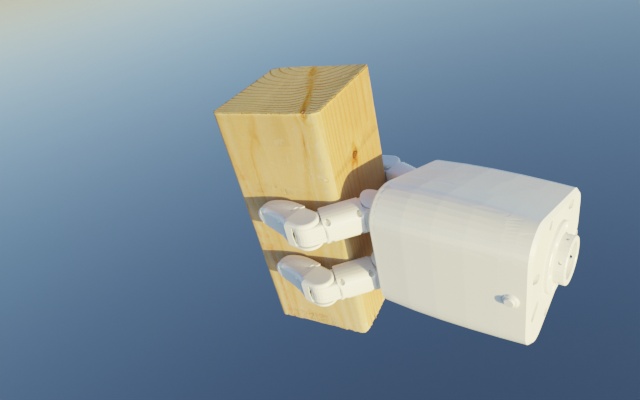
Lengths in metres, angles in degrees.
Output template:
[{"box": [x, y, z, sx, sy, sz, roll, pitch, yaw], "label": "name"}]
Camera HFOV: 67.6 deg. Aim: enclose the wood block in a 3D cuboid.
[{"box": [0.001, 0.001, 0.406, 0.090, 0.206, 0.090, 6, 37, 29], "label": "wood block"}]
